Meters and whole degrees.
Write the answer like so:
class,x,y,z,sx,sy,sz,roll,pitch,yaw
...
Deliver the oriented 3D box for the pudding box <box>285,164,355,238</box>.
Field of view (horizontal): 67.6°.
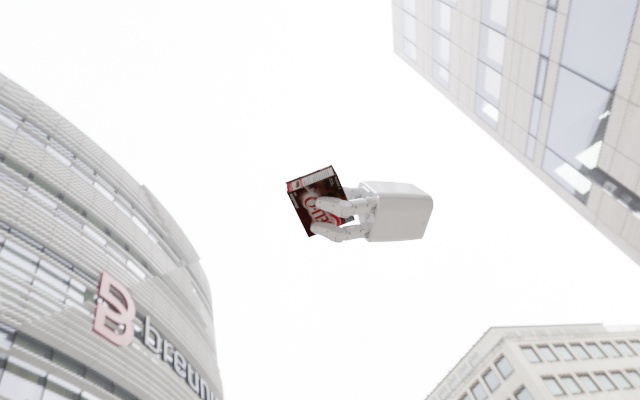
class,x,y,z,sx,sy,sz,roll,pitch,yaw
pudding box,0.000,0.003,0.818,0.090,0.114,0.039,-22,36,3
